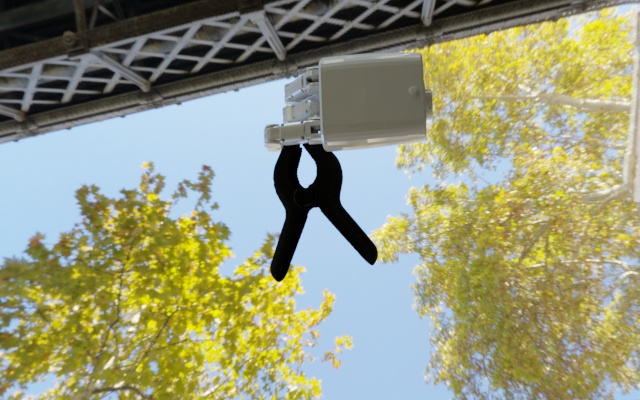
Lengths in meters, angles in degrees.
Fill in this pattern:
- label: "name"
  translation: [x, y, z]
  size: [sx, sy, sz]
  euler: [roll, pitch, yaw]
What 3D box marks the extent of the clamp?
- label: "clamp"
  translation: [0.000, 0.002, 0.520]
  size: [0.120, 0.171, 0.039]
  euler: [-3, -4, 12]
